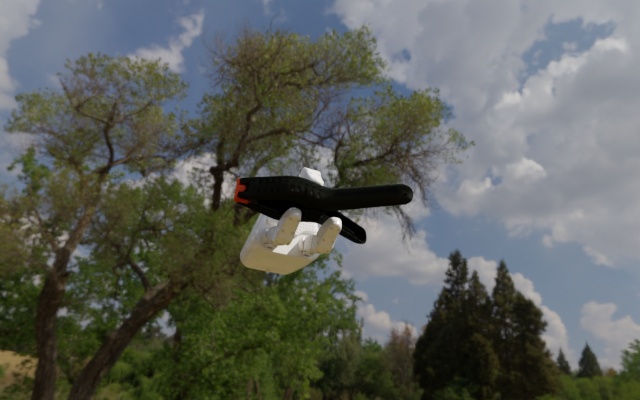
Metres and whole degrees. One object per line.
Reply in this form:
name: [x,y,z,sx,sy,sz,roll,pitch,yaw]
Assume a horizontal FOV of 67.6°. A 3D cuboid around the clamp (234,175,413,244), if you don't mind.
clamp: [0.000,0.001,0.603,0.210,0.036,0.165,14,-29,-19]
